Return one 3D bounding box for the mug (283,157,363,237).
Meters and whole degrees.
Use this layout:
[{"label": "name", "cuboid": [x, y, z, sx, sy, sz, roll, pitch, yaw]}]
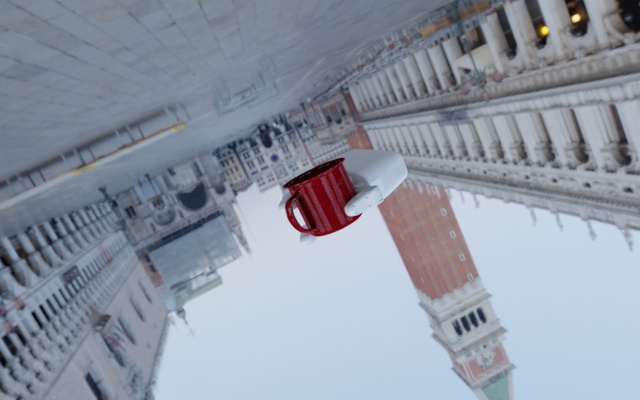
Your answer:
[{"label": "mug", "cuboid": [-0.001, 0.003, 0.649, 0.093, 0.081, 0.117, -14, 15, 46]}]
